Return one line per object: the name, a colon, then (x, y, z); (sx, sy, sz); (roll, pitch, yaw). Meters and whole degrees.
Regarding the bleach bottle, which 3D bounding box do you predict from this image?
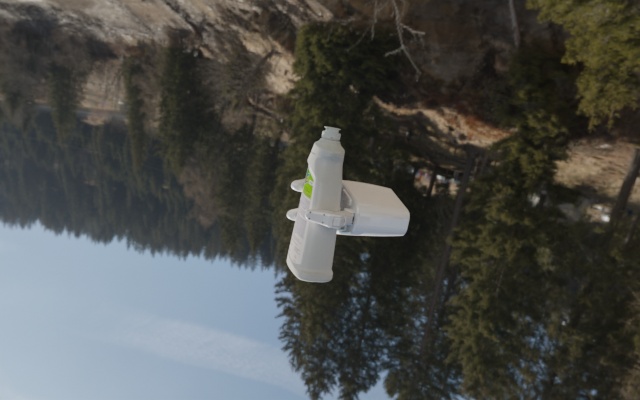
bleach bottle: (0.000, 0.003, 0.807); (0.068, 0.251, 0.102); (6, 12, -22)
